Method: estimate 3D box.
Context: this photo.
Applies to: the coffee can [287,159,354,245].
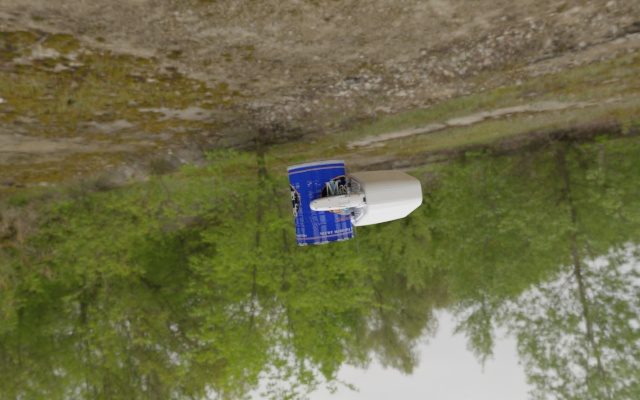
[{"bbox_3d":[0.000,0.003,0.852,0.103,0.140,0.103,-7,0,0],"label":"coffee can"}]
